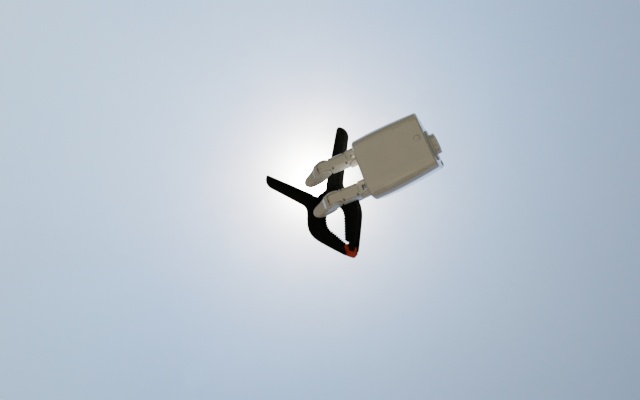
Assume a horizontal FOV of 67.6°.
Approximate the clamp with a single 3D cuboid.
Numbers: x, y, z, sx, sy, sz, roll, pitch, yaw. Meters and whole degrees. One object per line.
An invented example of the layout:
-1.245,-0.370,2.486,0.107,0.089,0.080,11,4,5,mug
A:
0.001,0.003,0.778,0.164,0.210,0.036,-26,-23,19,clamp
